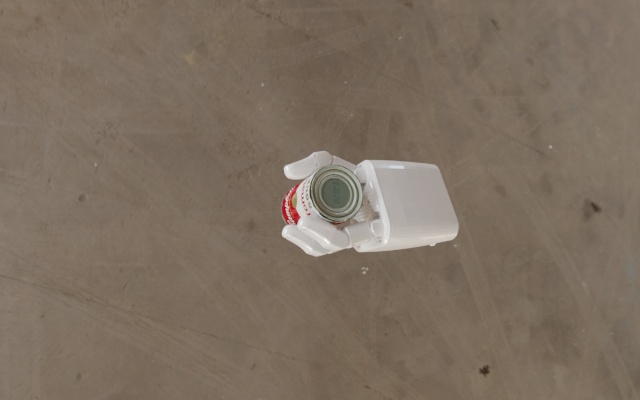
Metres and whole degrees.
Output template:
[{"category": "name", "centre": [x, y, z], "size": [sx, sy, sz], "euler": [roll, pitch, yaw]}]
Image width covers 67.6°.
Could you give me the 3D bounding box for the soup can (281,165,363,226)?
[{"category": "soup can", "centre": [0.000, 0.002, 0.578], "size": [0.068, 0.068, 0.102], "euler": [0, -12, -23]}]
